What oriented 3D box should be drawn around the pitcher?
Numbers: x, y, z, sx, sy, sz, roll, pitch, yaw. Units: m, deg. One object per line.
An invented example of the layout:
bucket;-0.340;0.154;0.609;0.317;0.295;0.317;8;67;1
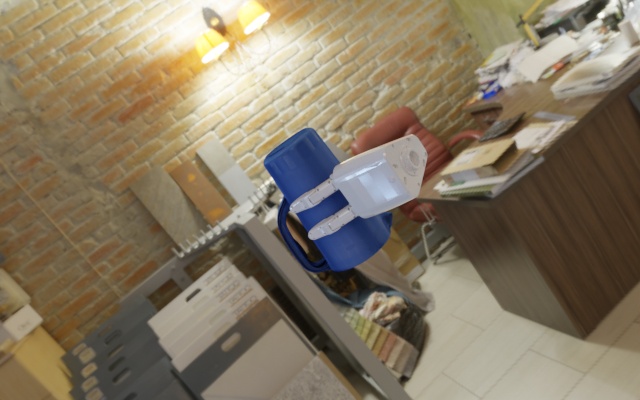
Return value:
pitcher;0.000;0.003;0.848;0.145;0.243;0.149;-23;18;45
